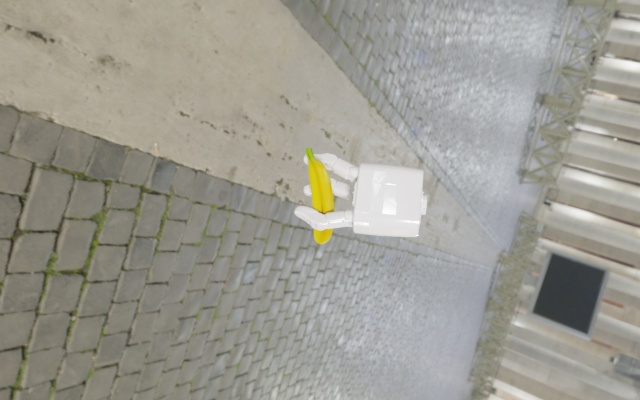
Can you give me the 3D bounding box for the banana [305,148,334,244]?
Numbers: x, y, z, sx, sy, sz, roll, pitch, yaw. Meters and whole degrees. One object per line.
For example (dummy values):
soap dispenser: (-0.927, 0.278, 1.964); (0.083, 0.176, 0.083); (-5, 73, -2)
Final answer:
banana: (0.003, 0.010, 0.824); (0.037, 0.198, 0.069); (-8, 33, -5)
